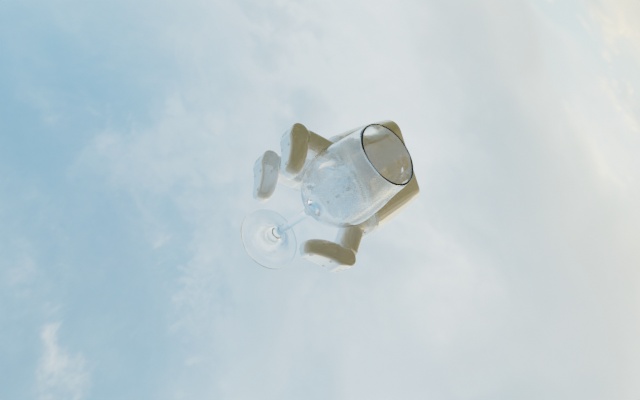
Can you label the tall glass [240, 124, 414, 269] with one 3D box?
[{"bbox_3d":[0.000,0.002,0.480,0.079,0.079,0.201,0,-25,-40],"label":"tall glass"}]
